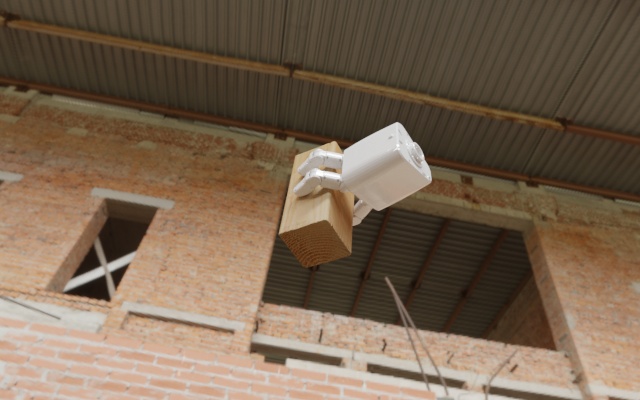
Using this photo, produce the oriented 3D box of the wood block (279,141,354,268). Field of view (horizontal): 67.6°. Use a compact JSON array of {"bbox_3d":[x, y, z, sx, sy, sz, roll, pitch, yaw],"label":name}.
[{"bbox_3d":[0.001,0.003,0.835,0.090,0.091,0.206,-19,37,22],"label":"wood block"}]
